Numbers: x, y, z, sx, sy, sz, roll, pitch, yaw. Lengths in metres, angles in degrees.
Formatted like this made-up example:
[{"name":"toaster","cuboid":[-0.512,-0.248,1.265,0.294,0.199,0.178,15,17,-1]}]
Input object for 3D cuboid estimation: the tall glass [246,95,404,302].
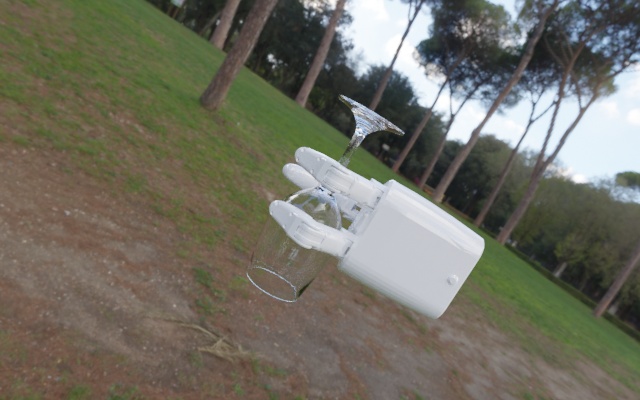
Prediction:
[{"name":"tall glass","cuboid":[0.000,0.001,0.479,0.079,0.201,0.079,30,8,-5]}]
